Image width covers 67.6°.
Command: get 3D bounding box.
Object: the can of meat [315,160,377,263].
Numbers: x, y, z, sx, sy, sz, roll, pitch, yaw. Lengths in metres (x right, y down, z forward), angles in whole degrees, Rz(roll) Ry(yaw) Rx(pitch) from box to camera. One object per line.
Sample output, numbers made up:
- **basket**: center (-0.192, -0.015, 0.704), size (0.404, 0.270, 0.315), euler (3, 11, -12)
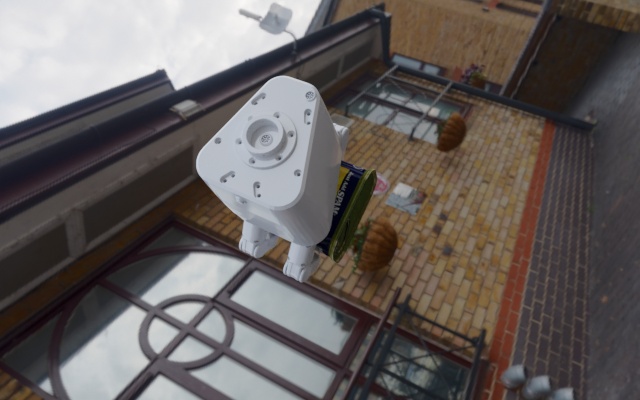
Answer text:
- **can of meat**: center (0.000, 0.001, 0.501), size (0.084, 0.102, 0.057), euler (23, -10, 16)
